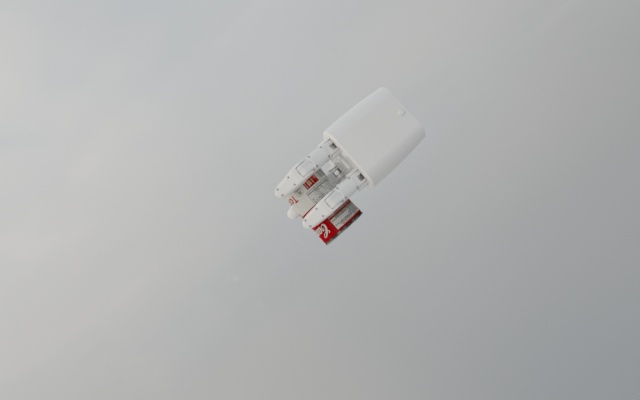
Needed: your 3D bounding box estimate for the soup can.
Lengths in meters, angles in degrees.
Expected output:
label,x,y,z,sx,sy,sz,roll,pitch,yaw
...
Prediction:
label,x,y,z,sx,sy,sz,roll,pitch,yaw
soup can,0.000,0.002,0.661,0.068,0.102,0.068,-42,-2,-2
